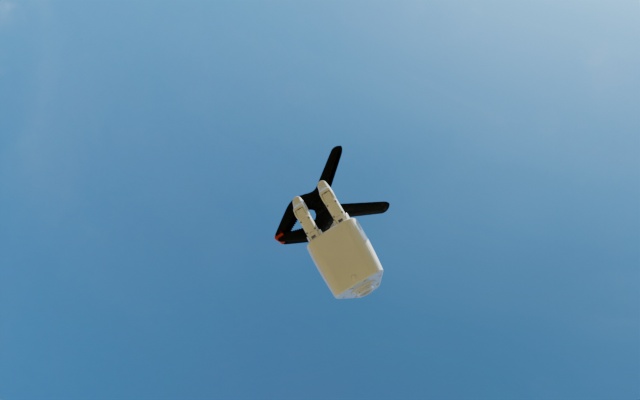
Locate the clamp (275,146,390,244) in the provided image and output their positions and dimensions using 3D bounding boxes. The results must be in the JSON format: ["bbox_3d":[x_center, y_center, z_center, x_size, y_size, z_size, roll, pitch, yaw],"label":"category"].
[{"bbox_3d":[0.000,0.004,0.883,0.210,0.164,0.036,-32,-28,5],"label":"clamp"}]
